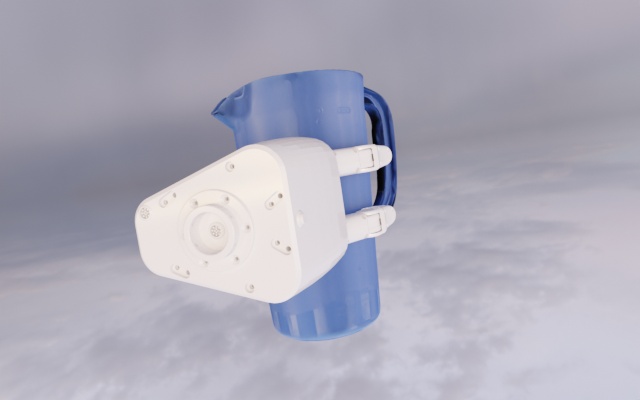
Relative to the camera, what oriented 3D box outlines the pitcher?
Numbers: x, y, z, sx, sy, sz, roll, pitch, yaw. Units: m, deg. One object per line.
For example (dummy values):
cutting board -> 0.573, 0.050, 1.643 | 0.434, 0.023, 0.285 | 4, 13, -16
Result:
pitcher -> 0.000, 0.002, 0.471 | 0.149, 0.243, 0.145 | -7, 5, 15
